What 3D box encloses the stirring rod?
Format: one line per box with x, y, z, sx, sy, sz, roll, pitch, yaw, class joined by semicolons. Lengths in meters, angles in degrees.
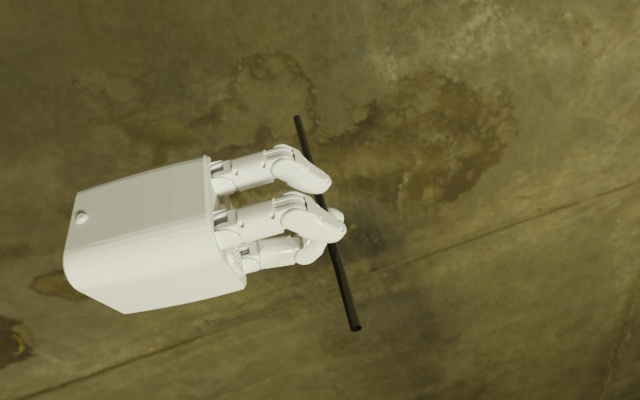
0.000;0.001;0.401;0.011;0.239;0.011;-8;-44;-8;stirring rod
